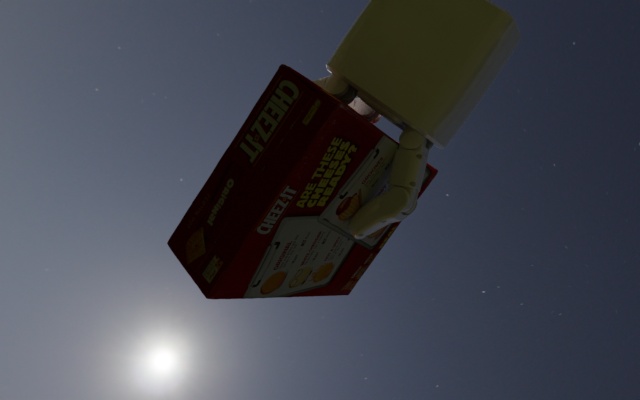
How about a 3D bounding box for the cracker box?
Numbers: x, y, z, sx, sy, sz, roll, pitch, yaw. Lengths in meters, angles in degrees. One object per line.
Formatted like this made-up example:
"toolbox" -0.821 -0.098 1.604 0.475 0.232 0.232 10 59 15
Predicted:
"cracker box" 0.000 0.001 0.418 0.072 0.164 0.214 41 13 30
